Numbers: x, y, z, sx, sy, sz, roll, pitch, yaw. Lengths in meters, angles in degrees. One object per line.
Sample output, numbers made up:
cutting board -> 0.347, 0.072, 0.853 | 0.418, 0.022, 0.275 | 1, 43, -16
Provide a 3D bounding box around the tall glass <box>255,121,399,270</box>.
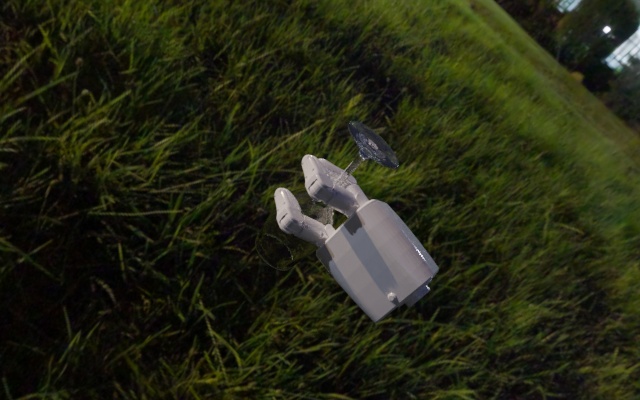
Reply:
tall glass -> 0.000, 0.001, 0.581 | 0.201, 0.079, 0.079 | -47, -26, 27
